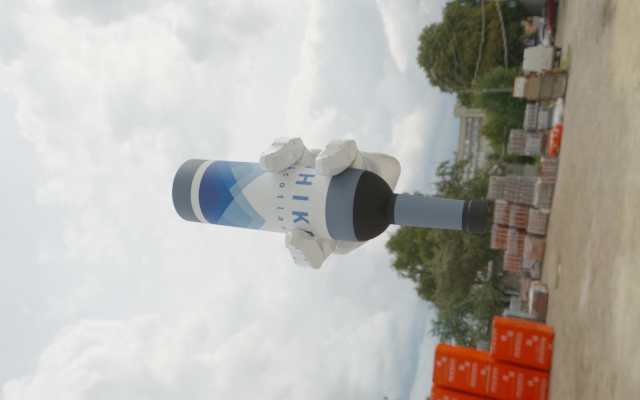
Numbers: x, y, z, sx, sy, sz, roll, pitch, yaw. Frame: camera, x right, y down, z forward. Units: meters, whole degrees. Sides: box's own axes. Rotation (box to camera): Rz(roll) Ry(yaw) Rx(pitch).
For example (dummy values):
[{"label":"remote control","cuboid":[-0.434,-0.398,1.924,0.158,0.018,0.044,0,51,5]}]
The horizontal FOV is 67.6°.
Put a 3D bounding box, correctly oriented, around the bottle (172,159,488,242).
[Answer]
[{"label":"bottle","cuboid":[0.000,0.001,0.446,0.295,0.069,0.069,5,2,23]}]
